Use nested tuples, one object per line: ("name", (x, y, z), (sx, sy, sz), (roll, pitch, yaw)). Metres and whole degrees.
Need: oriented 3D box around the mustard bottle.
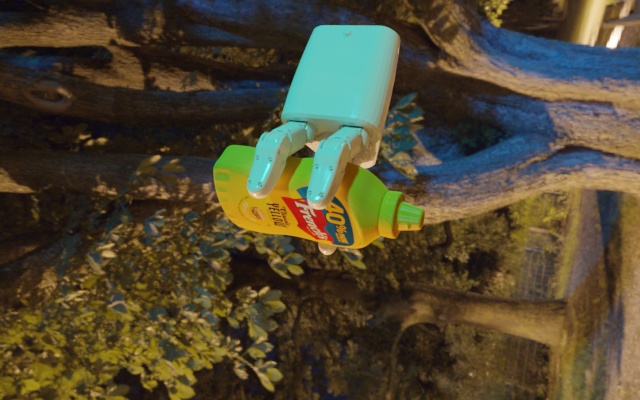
("mustard bottle", (0.000, 0.002, 0.443), (0.191, 0.058, 0.096), (9, -41, 22))
